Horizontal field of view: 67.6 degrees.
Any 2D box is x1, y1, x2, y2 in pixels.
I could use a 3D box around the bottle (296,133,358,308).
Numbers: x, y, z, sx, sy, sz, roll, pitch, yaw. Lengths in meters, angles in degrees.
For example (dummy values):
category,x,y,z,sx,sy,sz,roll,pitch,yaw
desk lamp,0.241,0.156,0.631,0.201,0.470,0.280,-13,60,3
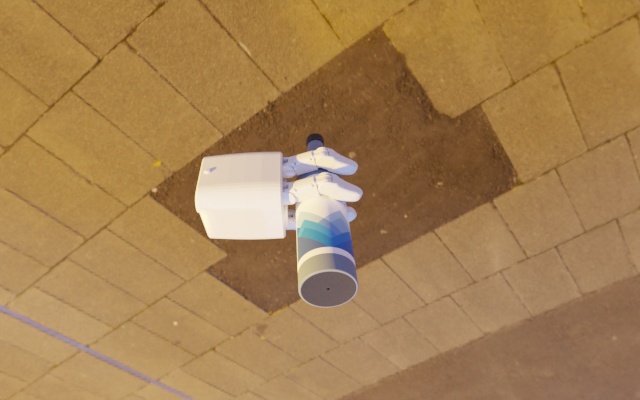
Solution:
category,x,y,z,sx,sy,sz,roll,pitch,yaw
bottle,0.000,0.002,0.636,0.069,0.069,0.295,0,41,-5
